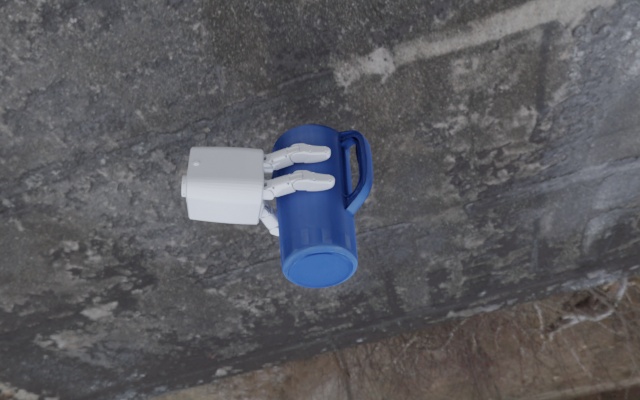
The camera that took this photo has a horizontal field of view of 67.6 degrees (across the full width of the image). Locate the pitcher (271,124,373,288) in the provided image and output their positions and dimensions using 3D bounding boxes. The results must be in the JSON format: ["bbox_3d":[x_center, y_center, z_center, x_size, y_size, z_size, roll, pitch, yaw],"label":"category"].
[{"bbox_3d":[0.000,0.002,0.736,0.145,0.242,0.149,4,-41,-11],"label":"pitcher"}]
